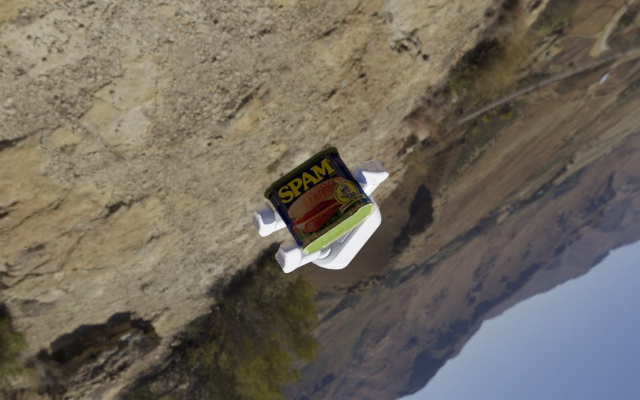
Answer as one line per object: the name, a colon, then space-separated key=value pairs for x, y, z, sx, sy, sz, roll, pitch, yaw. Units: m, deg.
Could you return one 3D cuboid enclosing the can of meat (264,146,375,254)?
can of meat: x=0.000 y=0.002 z=0.551 sx=0.102 sy=0.084 sz=0.057 roll=-34 pitch=-18 yaw=1
